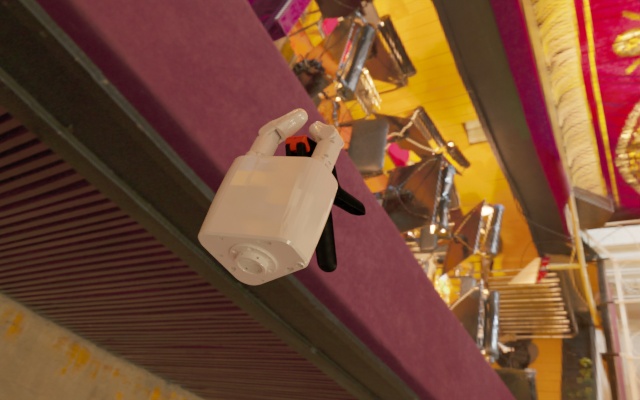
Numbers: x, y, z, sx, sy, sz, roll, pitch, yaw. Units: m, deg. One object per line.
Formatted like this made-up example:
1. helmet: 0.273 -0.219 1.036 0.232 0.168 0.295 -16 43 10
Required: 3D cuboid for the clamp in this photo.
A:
1. clamp: 0.001 0.002 0.583 0.039 0.120 0.171 -9 -47 32
